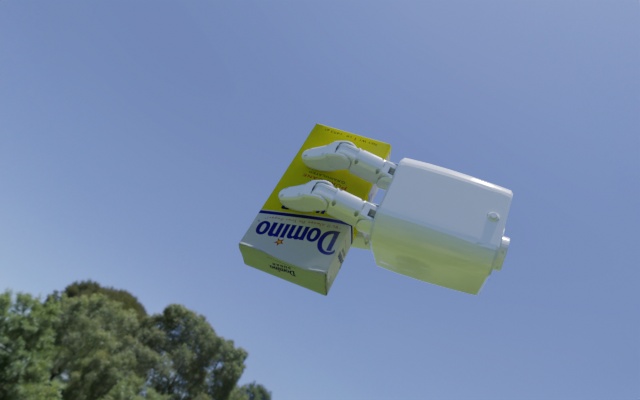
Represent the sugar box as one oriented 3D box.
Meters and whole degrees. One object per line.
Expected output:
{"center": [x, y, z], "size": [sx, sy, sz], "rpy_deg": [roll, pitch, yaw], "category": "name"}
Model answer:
{"center": [0.000, 0.001, 0.494], "size": [0.093, 0.176, 0.048], "rpy_deg": [18, -36, 17], "category": "sugar box"}
